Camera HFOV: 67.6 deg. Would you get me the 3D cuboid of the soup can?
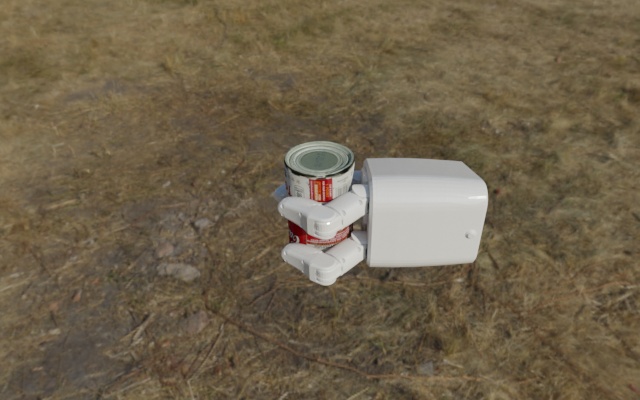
[{"bbox_3d":[0.000,0.001,0.471,0.068,0.102,0.068,-1,34,1],"label":"soup can"}]
